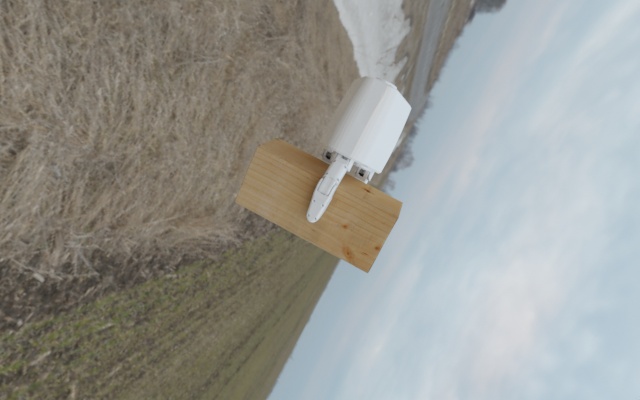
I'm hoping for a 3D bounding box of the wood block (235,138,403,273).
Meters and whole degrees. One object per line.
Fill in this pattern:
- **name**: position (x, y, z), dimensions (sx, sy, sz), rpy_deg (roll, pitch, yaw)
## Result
- **wood block**: position (0.000, 0.002, 0.668), dimensions (0.206, 0.090, 0.091), rpy_deg (28, 18, 6)
